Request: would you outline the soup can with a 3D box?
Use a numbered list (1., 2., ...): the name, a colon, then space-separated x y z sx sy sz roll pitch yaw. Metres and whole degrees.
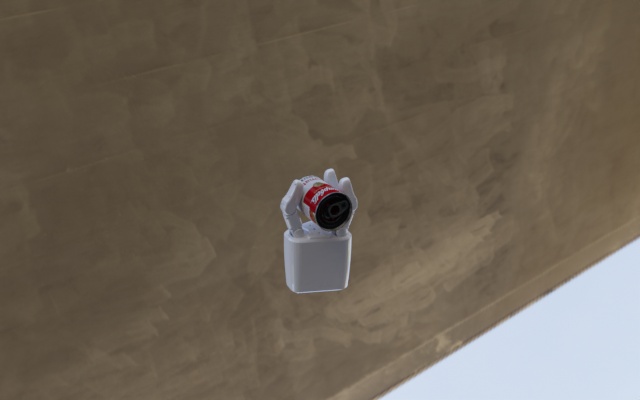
1. soup can: 0.000 0.002 0.812 0.068 0.068 0.102 0 19 -28
